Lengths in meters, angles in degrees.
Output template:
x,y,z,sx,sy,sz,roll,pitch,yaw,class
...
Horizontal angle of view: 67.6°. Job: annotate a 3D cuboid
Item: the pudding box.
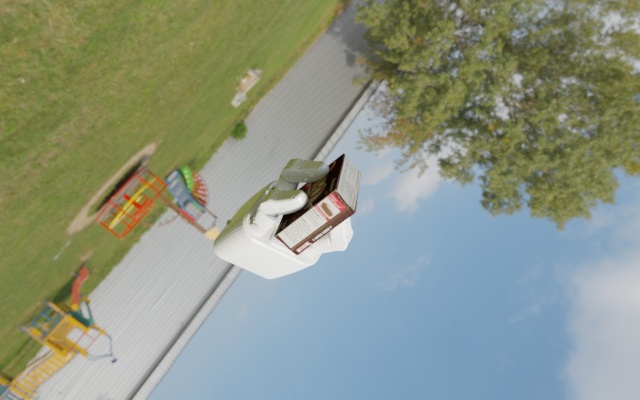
x,y,z,sx,sy,sz,roll,pitch,yaw,class
0.000,0.002,0.548,0.090,0.039,0.113,-39,17,22,pudding box
